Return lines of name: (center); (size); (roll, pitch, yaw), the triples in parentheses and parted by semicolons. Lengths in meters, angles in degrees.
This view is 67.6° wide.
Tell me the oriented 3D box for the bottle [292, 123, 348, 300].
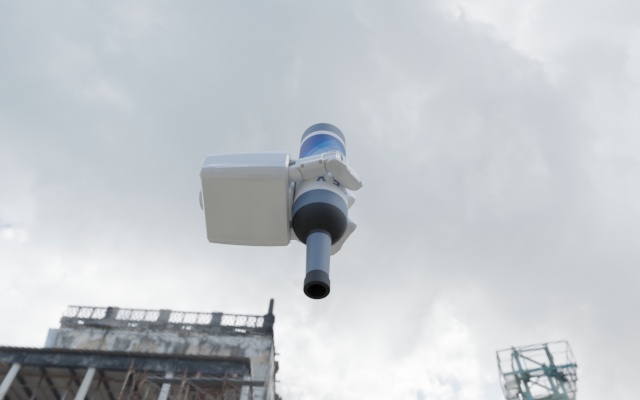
bottle: (0.000, 0.002, 0.592); (0.069, 0.069, 0.295); (0, 37, 2)
